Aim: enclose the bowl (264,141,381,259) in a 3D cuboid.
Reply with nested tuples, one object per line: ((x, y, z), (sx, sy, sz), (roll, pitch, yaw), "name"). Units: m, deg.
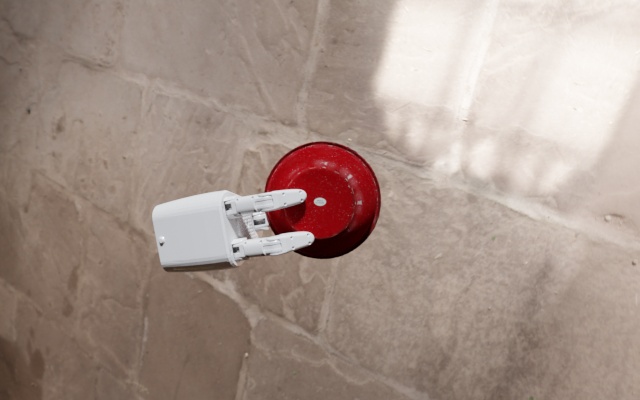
((0.001, 0.002, 0.626), (0.162, 0.162, 0.055), (0, 4, 4), "bowl")
